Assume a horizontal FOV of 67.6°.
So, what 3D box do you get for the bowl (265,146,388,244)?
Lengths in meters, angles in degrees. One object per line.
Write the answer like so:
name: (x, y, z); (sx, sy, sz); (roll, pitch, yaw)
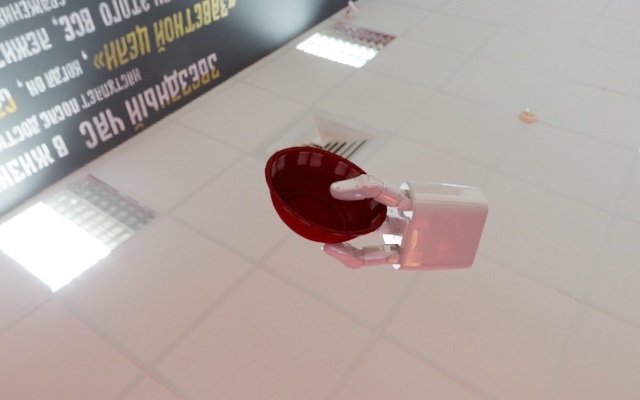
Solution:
bowl: (-0.001, 0.002, 0.602); (0.162, 0.055, 0.162); (17, 37, -13)
